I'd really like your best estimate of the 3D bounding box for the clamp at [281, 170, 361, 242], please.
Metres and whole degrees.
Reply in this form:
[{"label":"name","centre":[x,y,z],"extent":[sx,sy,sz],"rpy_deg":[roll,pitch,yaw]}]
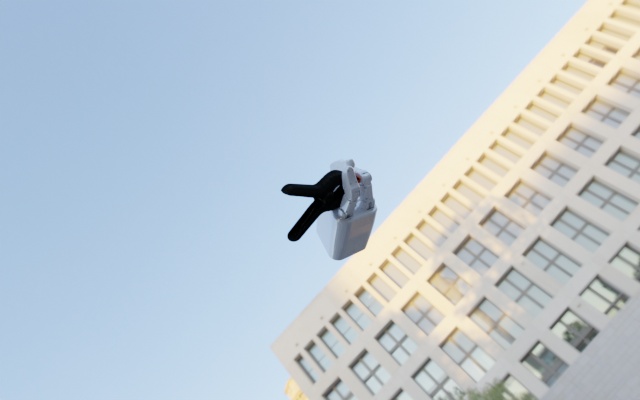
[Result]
[{"label":"clamp","centre":[0.000,0.002,0.858],"extent":[0.171,0.120,0.039],"rpy_deg":[-20,46,-33]}]
